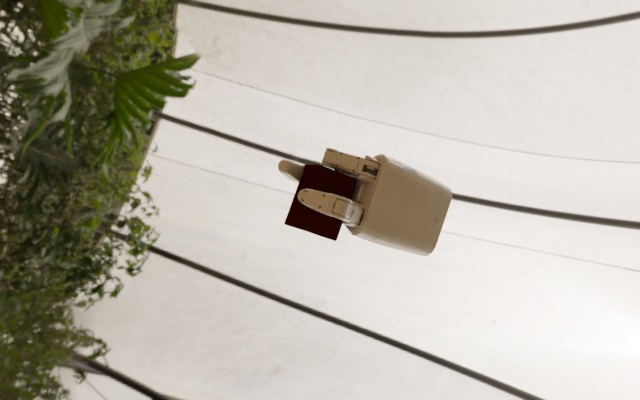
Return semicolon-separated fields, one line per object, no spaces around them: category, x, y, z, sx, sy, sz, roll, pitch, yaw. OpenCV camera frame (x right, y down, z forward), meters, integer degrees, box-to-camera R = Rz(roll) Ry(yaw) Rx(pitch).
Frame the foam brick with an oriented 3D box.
foam brick;0.000;0.002;0.557;0.051;0.078;0.053;21;-3;-22
